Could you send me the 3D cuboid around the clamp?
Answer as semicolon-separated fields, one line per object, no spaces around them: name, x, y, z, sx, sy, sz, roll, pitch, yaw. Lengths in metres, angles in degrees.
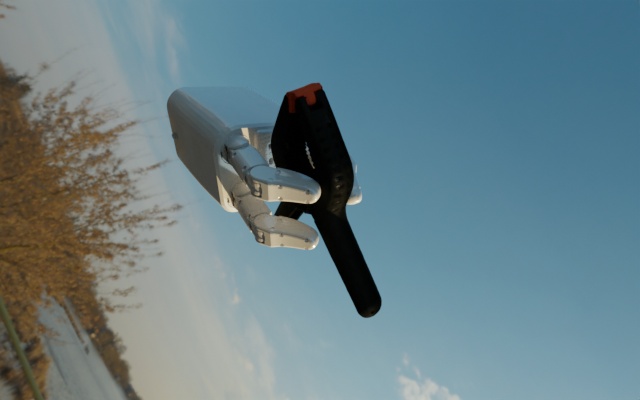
clamp;0.001;0.001;0.430;0.036;0.210;0.164;-29;49;-30
